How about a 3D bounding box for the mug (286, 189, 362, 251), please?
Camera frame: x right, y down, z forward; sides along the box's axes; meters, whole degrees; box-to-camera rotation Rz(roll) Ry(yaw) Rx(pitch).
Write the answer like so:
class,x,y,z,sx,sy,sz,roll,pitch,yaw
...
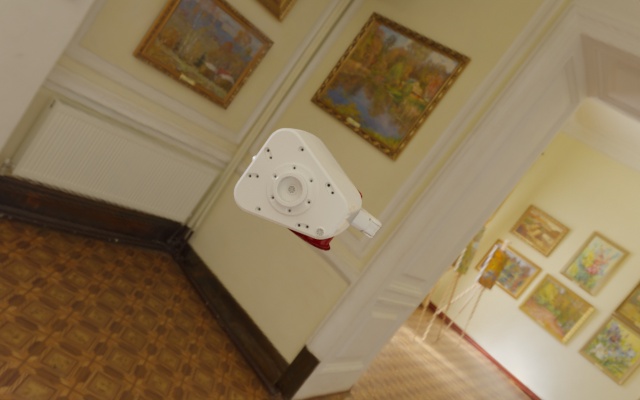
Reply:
class,x,y,z,sx,sy,sz,roll,pitch,yaw
mug,0.001,0.002,0.609,0.093,0.081,0.117,38,8,7
